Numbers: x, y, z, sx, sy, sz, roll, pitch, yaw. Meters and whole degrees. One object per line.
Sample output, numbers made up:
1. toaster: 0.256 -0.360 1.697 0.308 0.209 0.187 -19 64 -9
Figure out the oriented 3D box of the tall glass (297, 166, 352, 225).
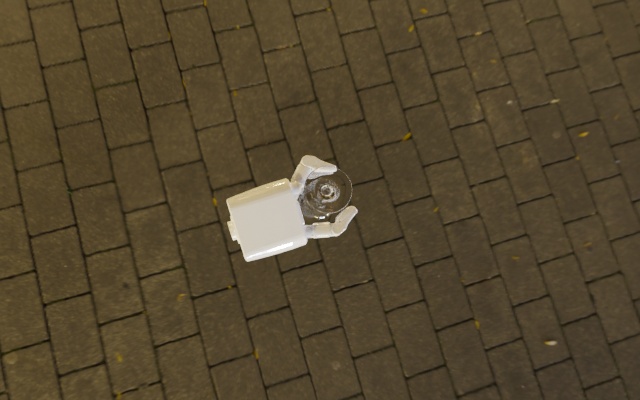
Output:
1. tall glass: 0.000 0.003 0.822 0.079 0.079 0.201 0 -11 -6
